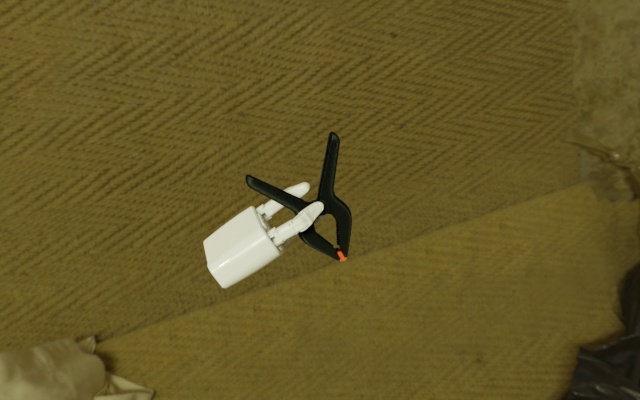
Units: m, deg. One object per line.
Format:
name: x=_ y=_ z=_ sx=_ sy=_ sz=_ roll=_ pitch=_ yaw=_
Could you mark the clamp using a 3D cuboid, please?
clamp: x=0.000 y=0.003 z=0.786 sx=0.164 sy=0.210 sz=0.036 roll=-34 pitch=15 yaw=0
